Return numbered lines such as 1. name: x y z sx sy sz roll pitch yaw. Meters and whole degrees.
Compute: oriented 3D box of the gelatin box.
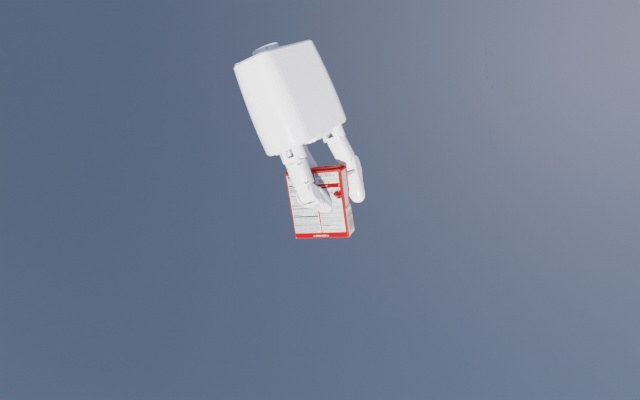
1. gelatin box: 0.000 0.002 0.600 0.073 0.089 0.030 -3 14 21
